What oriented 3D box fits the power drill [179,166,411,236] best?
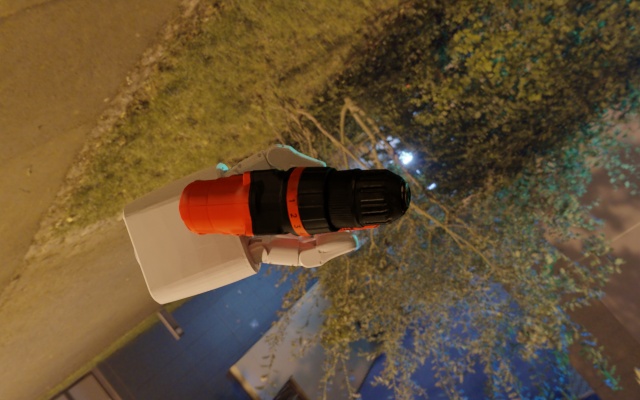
[{"bbox_3d":[0.000,0.001,0.426,0.184,0.057,0.187,-1,-3,21],"label":"power drill"}]
